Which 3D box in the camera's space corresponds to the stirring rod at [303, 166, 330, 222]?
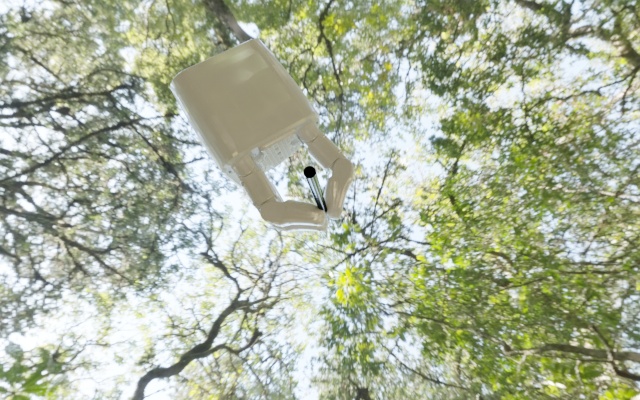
[{"bbox_3d":[0.000,0.001,0.414,0.011,0.011,0.239,0,-9,3],"label":"stirring rod"}]
